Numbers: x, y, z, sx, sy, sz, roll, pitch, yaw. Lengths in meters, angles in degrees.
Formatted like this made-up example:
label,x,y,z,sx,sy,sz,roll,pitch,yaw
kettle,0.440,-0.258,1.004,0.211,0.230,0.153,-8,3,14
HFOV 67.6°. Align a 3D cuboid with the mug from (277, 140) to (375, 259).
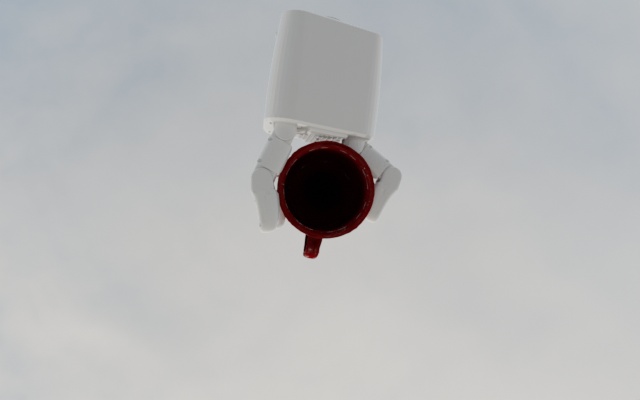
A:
label,x,y,z,sx,sy,sz,roll,pitch,yaw
mug,0.000,0.003,0.490,0.093,0.117,0.081,9,-1,-5
